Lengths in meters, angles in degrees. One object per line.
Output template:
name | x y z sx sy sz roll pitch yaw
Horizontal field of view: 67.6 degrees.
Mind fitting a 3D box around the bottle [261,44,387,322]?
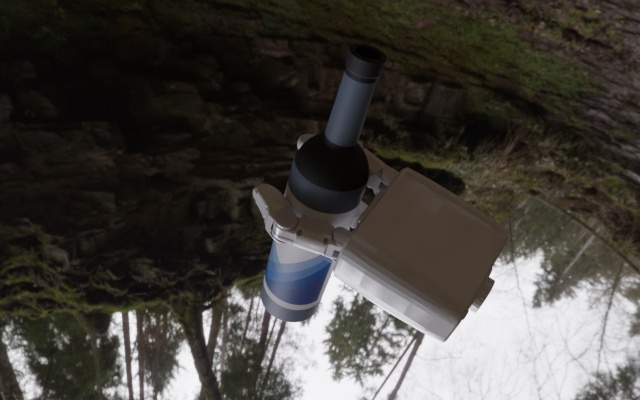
bottle | 0.000 0.002 0.432 0.069 0.296 0.069 10 42 -9
